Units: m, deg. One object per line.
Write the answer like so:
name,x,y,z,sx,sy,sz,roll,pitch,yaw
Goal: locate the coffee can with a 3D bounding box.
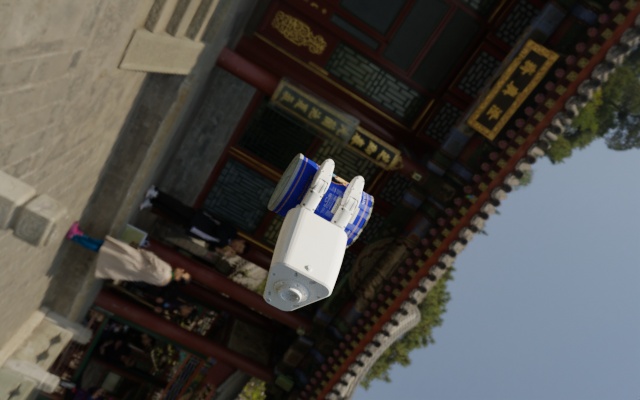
coffee can,0.000,0.002,0.776,0.140,0.103,0.103,30,-7,-12
